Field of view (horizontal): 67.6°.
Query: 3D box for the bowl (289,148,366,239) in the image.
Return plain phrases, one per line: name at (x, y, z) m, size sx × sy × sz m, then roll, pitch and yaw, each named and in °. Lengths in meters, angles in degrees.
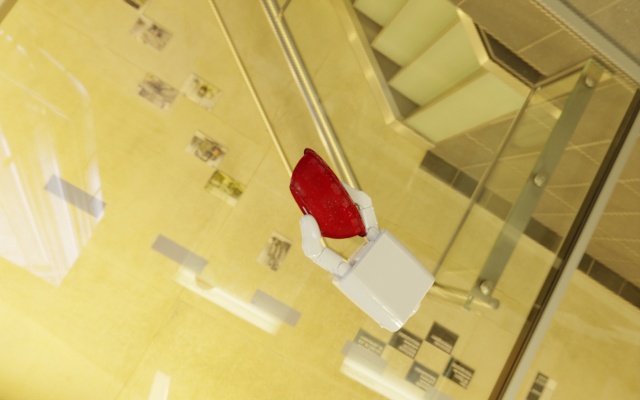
bowl at (-0.001, 0.002, 0.720) m, size 0.055 × 0.162 × 0.162 m, roll -33°, pitch 6°, yaw -9°
